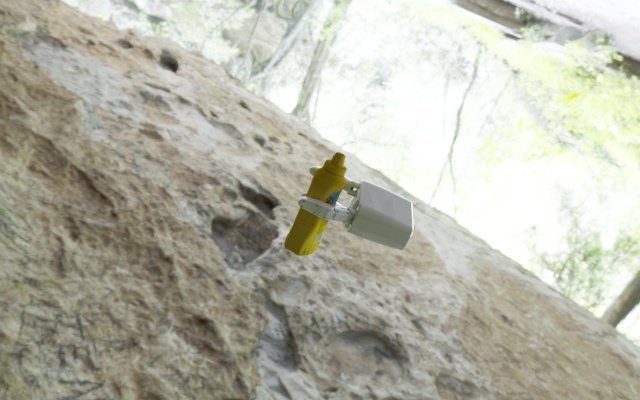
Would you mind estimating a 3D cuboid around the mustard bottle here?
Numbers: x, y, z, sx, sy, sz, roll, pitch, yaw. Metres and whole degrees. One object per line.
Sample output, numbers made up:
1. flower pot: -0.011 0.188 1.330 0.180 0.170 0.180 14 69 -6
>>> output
1. mustard bottle: 0.000 0.003 0.854 0.058 0.192 0.096 30 20 16
